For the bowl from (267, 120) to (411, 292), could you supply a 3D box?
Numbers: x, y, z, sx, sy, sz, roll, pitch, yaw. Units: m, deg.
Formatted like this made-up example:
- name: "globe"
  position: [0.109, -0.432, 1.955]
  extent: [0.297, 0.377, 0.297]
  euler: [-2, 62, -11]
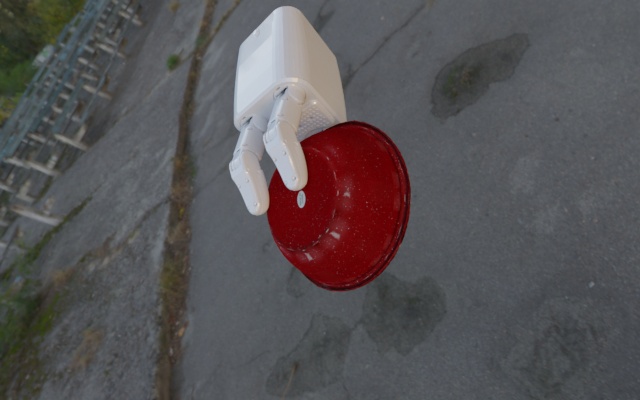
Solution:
- name: "bowl"
  position: [0.000, 0.002, 0.433]
  extent: [0.162, 0.162, 0.055]
  euler: [0, -7, 45]
